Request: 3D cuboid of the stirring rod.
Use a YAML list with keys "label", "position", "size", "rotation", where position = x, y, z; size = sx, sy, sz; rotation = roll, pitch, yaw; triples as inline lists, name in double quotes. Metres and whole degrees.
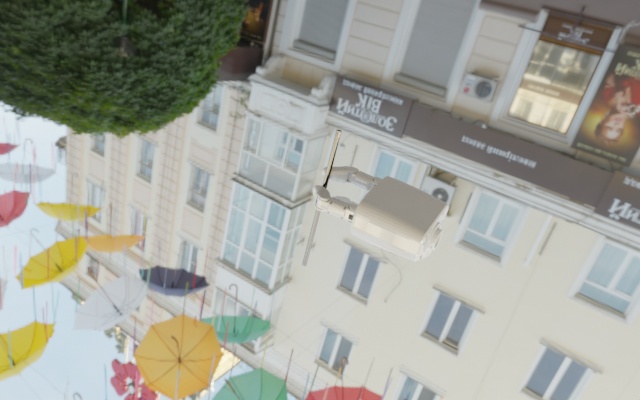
- label: "stirring rod"
  position: [0.000, 0.002, 0.760]
  size: [0.011, 0.240, 0.011]
  rotation: [12, 24, -5]
